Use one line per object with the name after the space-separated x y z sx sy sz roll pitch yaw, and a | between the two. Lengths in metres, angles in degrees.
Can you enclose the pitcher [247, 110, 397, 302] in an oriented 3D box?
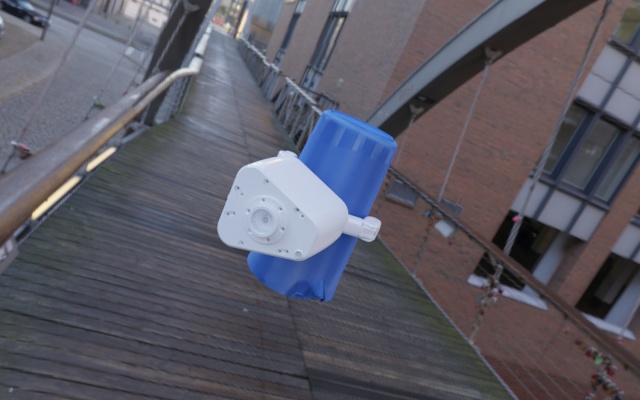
0.000 0.002 0.658 0.149 0.243 0.145 29 15 13 | pitcher
